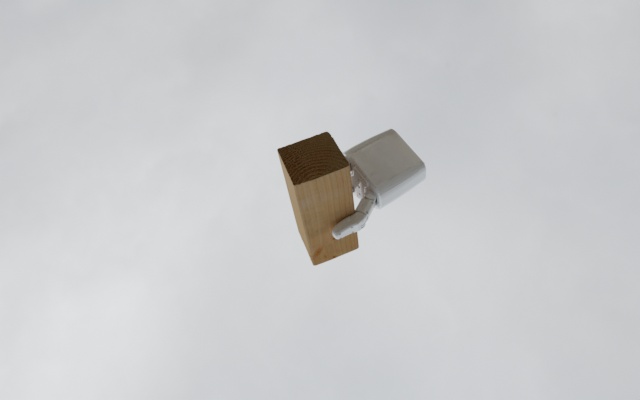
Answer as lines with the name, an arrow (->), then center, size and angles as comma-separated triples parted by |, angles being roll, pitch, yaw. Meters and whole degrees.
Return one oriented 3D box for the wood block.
wood block -> 0.001, 0.003, 0.790 | 0.090, 0.206, 0.090 | -21, 48, -8
